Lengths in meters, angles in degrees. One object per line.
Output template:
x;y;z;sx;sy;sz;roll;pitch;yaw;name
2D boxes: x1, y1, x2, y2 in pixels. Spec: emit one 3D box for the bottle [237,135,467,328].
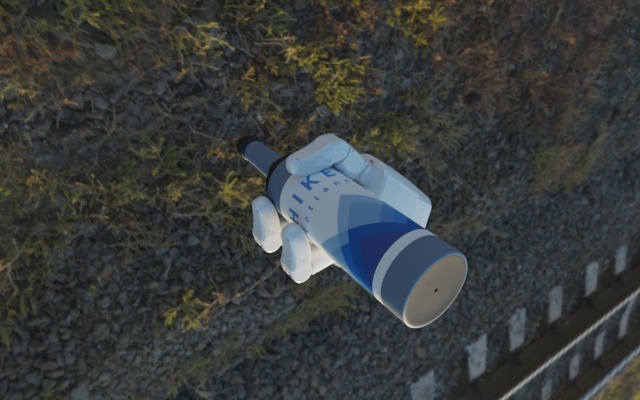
0.000;0.002;0.449;0.069;0.069;0.295;0;26;-40;bottle
